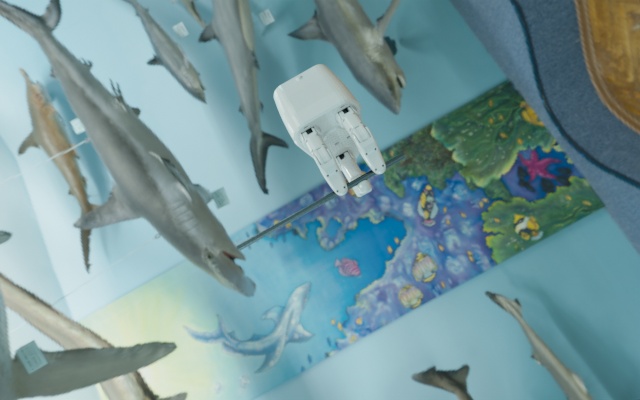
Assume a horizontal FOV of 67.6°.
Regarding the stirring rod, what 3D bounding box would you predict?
[{"bbox_3d":[0.000,0.002,0.605,0.239,0.011,0.011,-29,-1,1],"label":"stirring rod"}]
